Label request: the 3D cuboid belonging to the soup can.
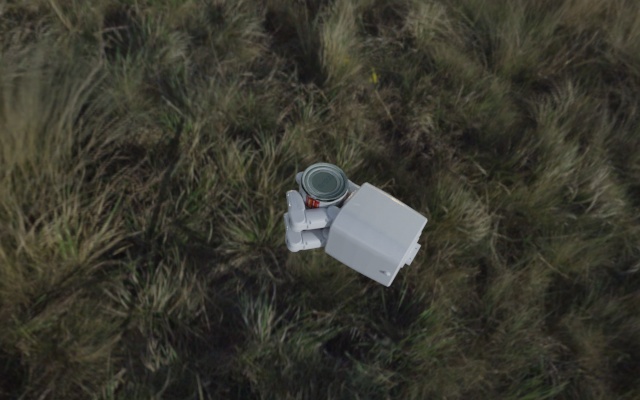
[{"bbox_3d":[0.000,0.002,0.691,0.068,0.068,0.102,0,-35,-8],"label":"soup can"}]
